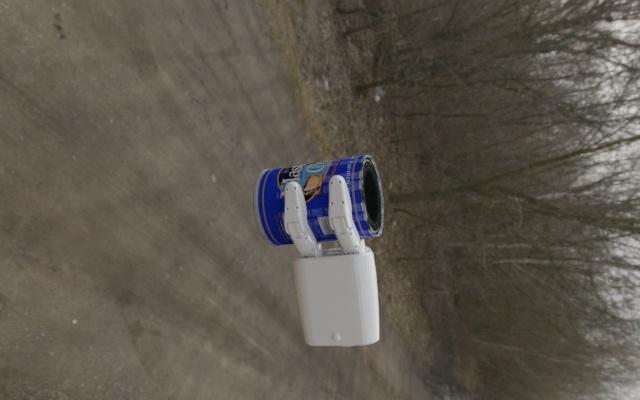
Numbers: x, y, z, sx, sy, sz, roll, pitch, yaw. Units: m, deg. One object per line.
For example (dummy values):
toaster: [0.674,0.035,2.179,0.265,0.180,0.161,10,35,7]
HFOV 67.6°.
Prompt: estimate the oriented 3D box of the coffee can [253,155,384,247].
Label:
coffee can: [0.000,0.002,0.608,0.140,0.103,0.103,-7,-2,20]
